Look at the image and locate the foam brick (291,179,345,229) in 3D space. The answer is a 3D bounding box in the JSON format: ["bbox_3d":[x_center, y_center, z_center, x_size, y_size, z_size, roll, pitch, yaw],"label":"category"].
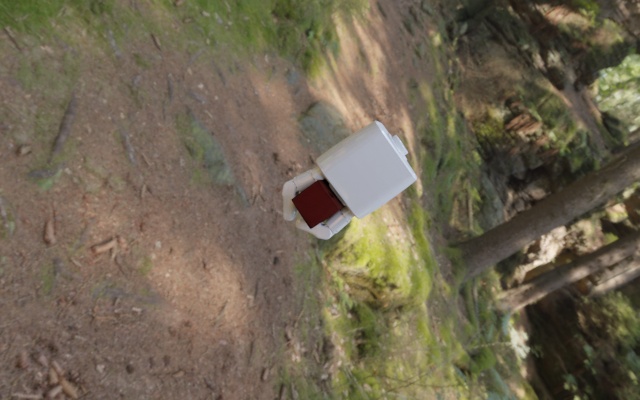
[{"bbox_3d":[0.000,0.002,0.709,0.051,0.053,0.078,-35,-3,14],"label":"foam brick"}]
